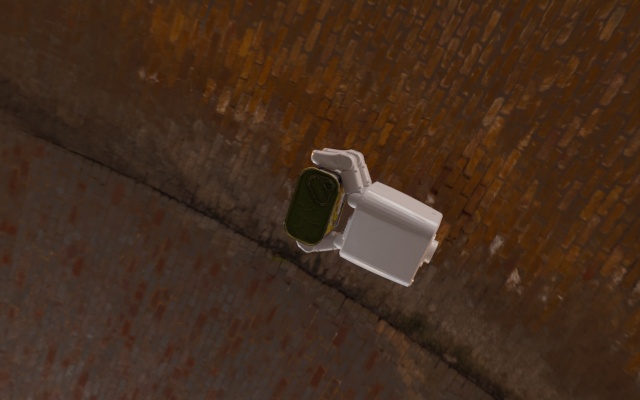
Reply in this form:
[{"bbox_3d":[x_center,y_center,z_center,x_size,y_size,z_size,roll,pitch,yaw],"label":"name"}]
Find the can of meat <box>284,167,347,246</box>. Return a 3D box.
[{"bbox_3d":[0.000,0.002,0.659,0.057,0.102,0.084,22,16,14],"label":"can of meat"}]
